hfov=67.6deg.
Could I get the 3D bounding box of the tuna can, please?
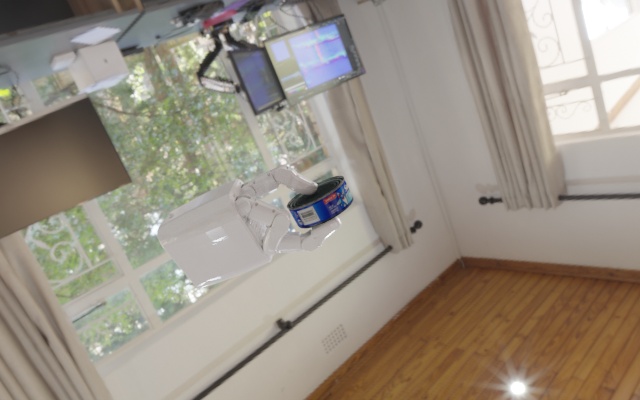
[{"bbox_3d":[0.000,0.003,0.638,0.086,0.034,0.086,-26,14,7],"label":"tuna can"}]
